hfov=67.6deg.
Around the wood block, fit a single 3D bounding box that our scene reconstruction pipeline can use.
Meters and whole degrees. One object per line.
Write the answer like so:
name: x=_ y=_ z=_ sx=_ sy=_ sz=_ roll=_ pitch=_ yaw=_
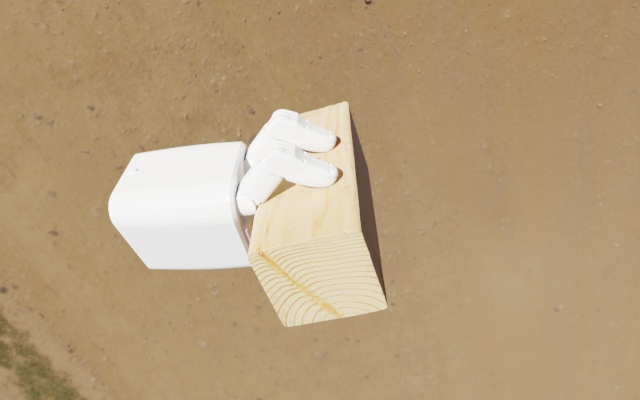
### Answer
wood block: x=0.000 y=0.002 z=0.447 sx=0.090 sy=0.091 sz=0.206 roll=-13 pitch=36 yaw=10
